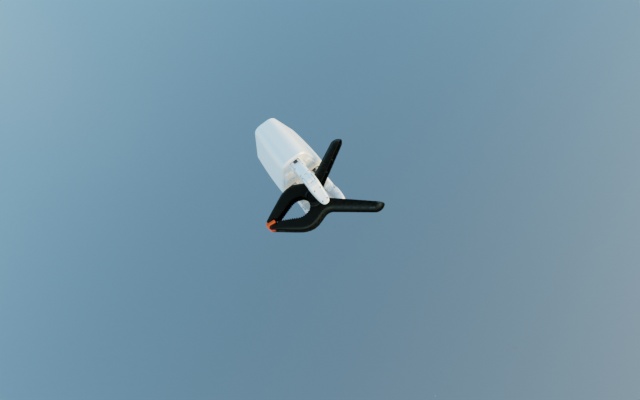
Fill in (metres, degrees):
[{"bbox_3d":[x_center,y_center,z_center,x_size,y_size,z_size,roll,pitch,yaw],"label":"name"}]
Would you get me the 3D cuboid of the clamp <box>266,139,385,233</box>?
[{"bbox_3d":[-0.001,0.003,0.869,0.210,0.164,0.036,-38,-23,-3],"label":"clamp"}]
